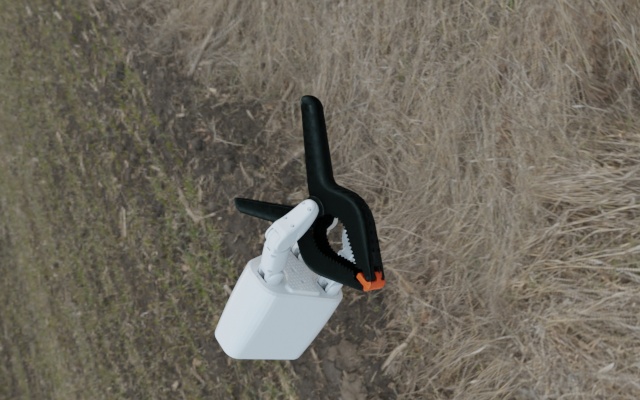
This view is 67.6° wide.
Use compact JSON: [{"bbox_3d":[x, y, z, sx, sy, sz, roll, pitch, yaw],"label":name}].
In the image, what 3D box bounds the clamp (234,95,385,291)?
[{"bbox_3d":[0.000,0.002,0.495,0.036,0.165,0.210,2,36,-50],"label":"clamp"}]
